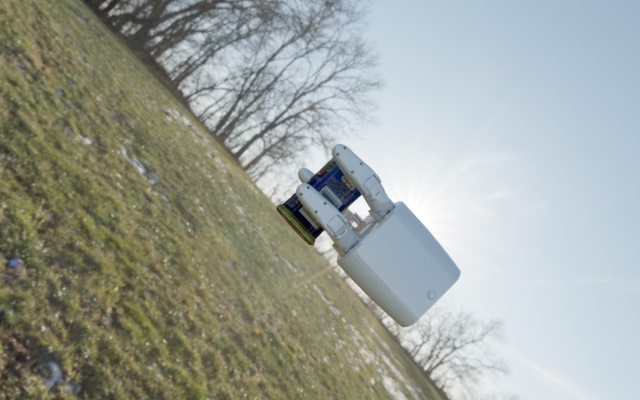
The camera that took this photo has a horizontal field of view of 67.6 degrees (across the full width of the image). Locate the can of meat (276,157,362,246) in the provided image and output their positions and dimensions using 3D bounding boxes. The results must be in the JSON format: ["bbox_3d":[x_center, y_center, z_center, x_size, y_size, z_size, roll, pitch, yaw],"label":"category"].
[{"bbox_3d":[0.000,0.001,0.538,0.084,0.057,0.102,-43,0,-6],"label":"can of meat"}]
